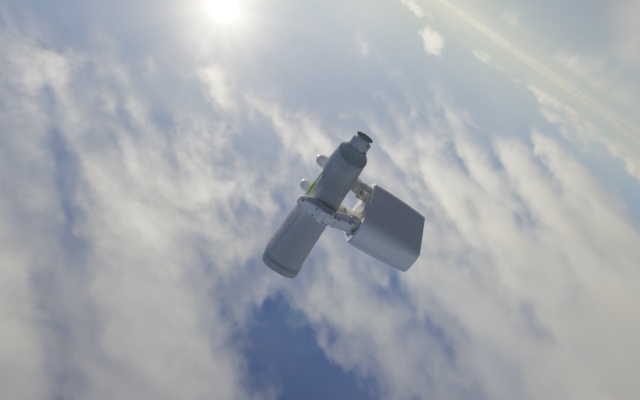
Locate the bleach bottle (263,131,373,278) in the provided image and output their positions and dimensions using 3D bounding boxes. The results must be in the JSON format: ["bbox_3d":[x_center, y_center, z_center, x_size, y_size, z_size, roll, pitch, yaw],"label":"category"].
[{"bbox_3d":[0.000,0.002,0.751,0.068,0.251,0.102,31,26,-8],"label":"bleach bottle"}]
